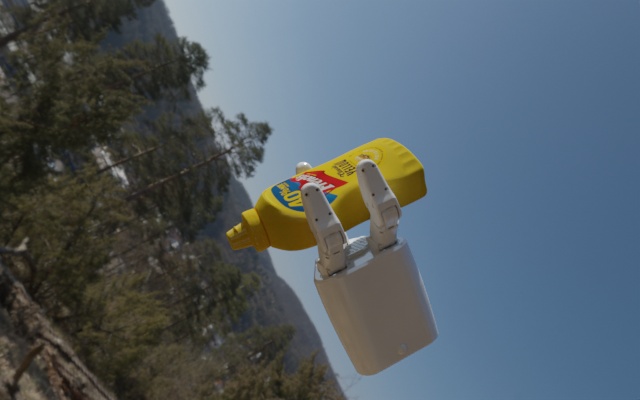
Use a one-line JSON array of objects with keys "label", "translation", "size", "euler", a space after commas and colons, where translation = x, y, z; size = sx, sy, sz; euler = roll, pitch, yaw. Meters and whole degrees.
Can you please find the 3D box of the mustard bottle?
[{"label": "mustard bottle", "translation": [0.000, 0.001, 0.468], "size": [0.191, 0.058, 0.096], "euler": [-24, 33, -13]}]
